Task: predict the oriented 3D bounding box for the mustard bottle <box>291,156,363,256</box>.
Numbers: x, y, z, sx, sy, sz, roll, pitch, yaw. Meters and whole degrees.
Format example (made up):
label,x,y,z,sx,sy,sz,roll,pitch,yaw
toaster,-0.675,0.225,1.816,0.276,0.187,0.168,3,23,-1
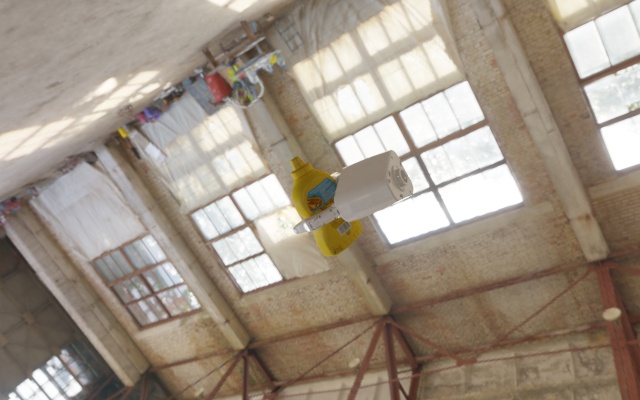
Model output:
label,x,y,z,sx,sy,sz,roll,pitch,yaw
mustard bottle,0.000,0.003,0.896,0.096,0.192,0.058,-39,16,-33
